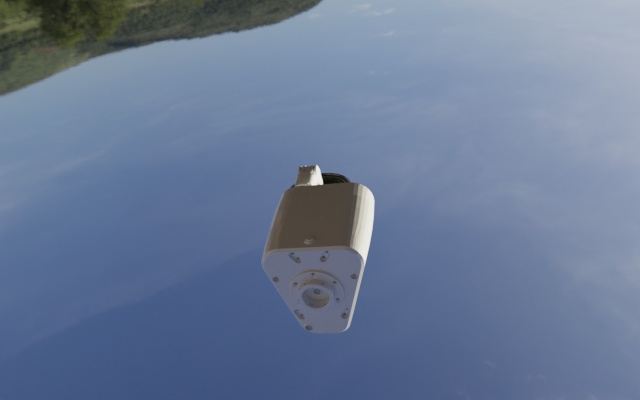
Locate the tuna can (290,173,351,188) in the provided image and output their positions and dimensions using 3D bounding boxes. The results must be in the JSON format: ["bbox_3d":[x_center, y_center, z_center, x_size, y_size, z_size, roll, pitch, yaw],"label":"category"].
[{"bbox_3d":[0.000,0.002,0.601,0.086,0.034,0.086,-10,33,7],"label":"tuna can"}]
